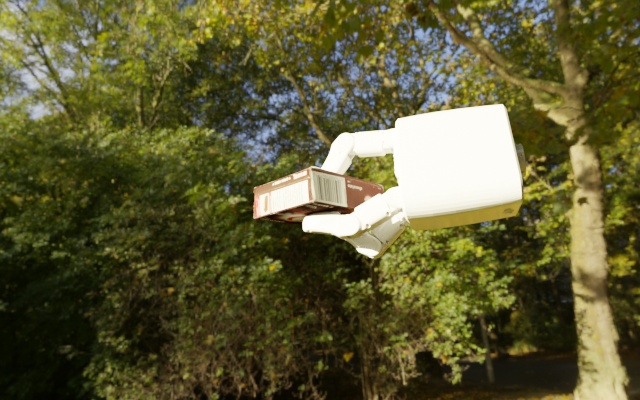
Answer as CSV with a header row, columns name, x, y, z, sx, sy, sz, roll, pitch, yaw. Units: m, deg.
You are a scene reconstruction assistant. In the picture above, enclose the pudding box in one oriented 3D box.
name,x,y,z,sx,sy,sz,roll,pitch,yaw
pudding box,0.000,0.001,0.505,0.113,0.039,0.090,13,-22,-43
